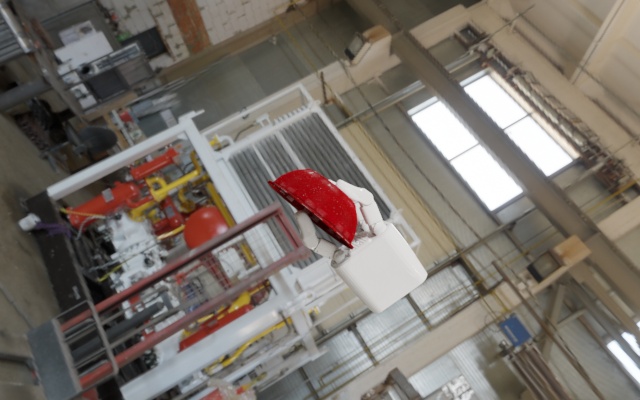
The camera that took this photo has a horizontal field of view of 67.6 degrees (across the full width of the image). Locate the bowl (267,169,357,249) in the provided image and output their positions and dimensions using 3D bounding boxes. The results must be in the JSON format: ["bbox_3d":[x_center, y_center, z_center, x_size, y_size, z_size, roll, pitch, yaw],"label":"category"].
[{"bbox_3d":[-0.001,0.001,0.708,0.162,0.055,0.162,38,-6,4],"label":"bowl"}]
